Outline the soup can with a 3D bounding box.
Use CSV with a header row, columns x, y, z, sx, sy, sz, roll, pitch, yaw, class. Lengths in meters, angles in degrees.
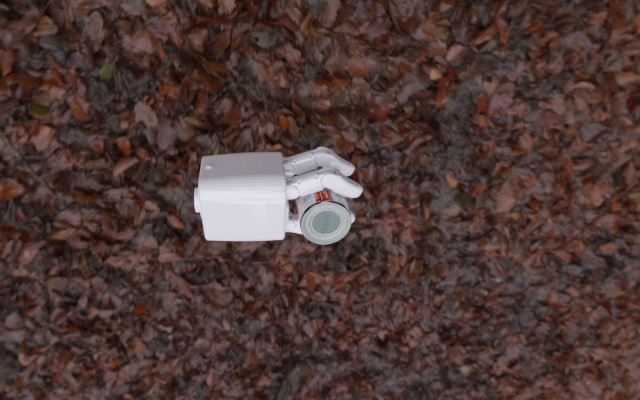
x,y,z,sx,sy,sz,roll,pitch,yaw,class
0.001,0.002,0.638,0.068,0.068,0.102,0,33,-9,soup can
